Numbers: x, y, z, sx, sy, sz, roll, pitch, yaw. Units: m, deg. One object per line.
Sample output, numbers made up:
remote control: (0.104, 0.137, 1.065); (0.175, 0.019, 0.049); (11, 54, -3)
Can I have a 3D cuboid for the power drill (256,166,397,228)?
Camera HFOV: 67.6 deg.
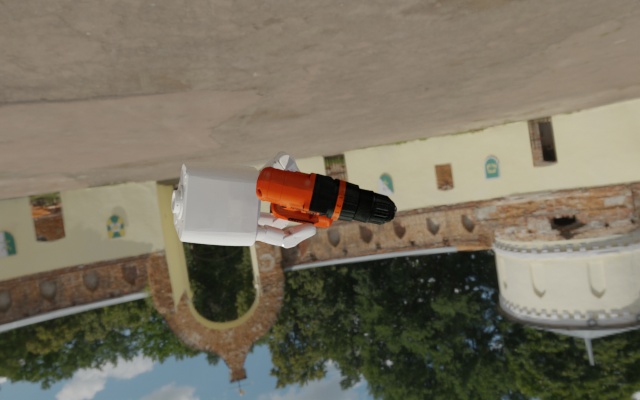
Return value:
power drill: (0.000, 0.002, 0.682); (0.184, 0.057, 0.188); (14, -9, -6)
